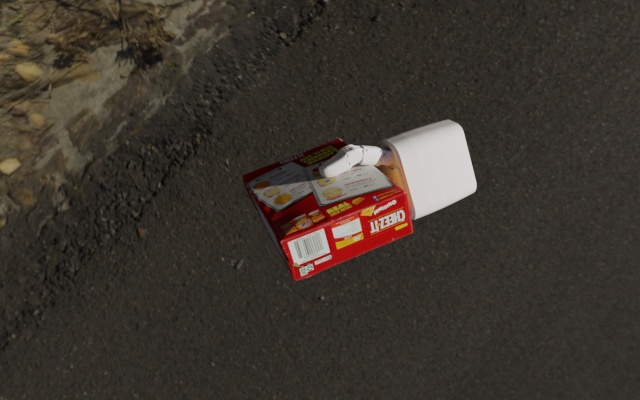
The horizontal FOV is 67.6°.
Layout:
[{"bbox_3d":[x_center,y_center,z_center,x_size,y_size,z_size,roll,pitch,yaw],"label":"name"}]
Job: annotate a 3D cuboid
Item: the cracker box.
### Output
[{"bbox_3d":[0.000,0.002,0.652,0.164,0.072,0.213,-22,30,-11],"label":"cracker box"}]
